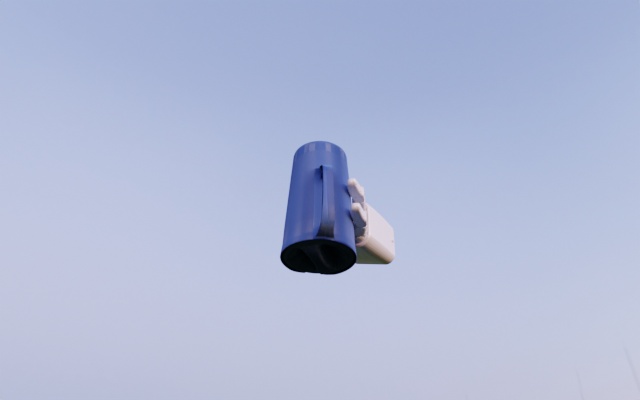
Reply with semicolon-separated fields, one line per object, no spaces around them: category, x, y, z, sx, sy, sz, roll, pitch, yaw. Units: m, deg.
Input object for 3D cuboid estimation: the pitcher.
pitcher;0.000;0.003;0.884;0.149;0.242;0.145;-24;-42;30
